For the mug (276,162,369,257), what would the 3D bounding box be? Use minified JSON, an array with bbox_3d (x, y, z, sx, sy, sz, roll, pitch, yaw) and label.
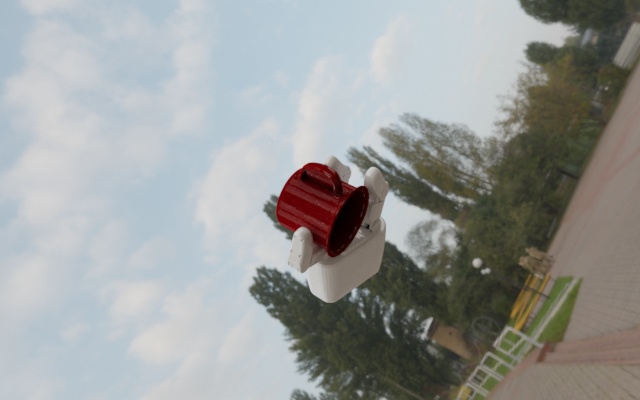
[{"bbox_3d":[0.000,0.001,0.569,0.081,0.117,0.093,26,56,24],"label":"mug"}]
